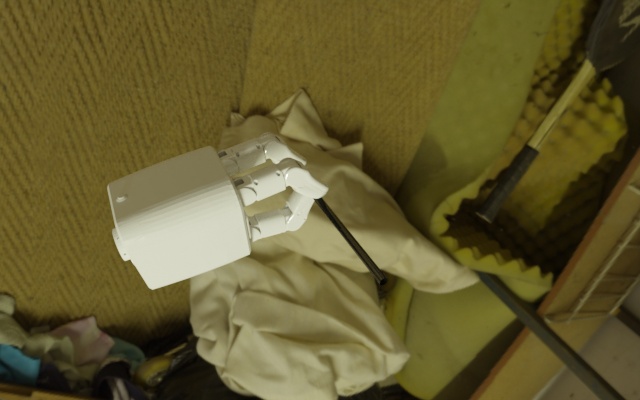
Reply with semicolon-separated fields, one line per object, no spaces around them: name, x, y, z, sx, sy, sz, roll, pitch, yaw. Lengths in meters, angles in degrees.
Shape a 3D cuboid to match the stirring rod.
stirring rod;0.000;0.002;0.478;0.011;0.011;0.239;0;33;-31
